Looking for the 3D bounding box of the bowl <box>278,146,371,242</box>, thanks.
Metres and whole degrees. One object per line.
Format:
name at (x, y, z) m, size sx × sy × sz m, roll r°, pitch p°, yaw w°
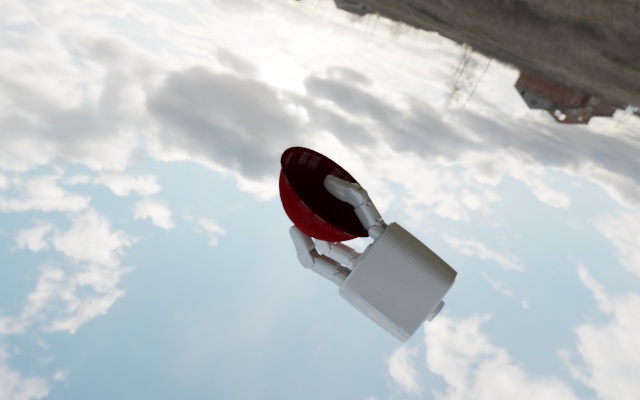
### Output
bowl at (-0.001, 0.001, 0.642) m, size 0.162 × 0.162 × 0.055 m, roll 0°, pitch -41°, yaw -52°
